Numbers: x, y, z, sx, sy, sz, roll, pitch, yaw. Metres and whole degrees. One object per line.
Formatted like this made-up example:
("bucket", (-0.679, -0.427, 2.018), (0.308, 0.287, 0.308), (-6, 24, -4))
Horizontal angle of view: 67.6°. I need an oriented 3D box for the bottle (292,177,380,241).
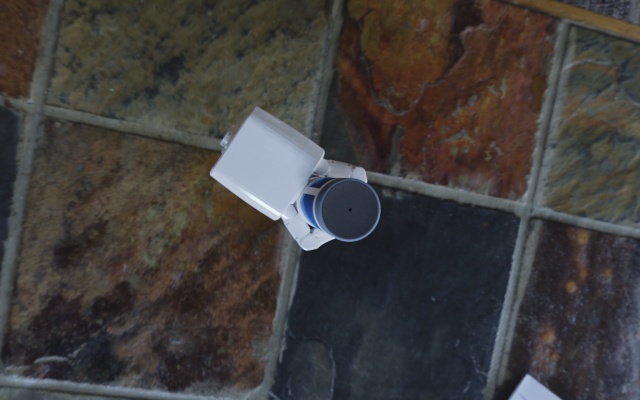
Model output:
("bottle", (0.000, 0.002, 0.639), (0.069, 0.069, 0.295), (0, 3, -12))
